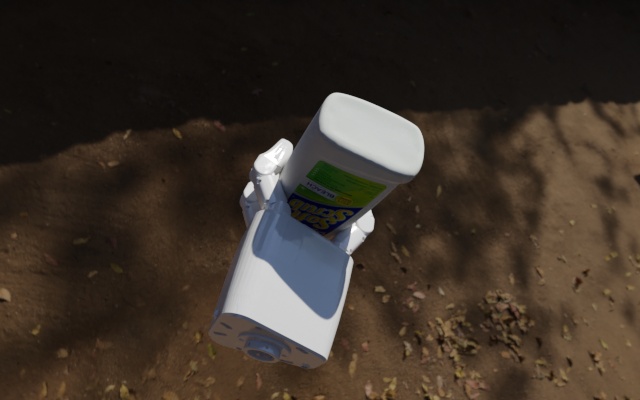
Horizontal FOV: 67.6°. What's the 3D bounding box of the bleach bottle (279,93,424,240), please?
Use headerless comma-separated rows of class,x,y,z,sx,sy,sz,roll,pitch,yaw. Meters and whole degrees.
bleach bottle,0.000,0.002,0.502,0.102,0.068,0.251,22,-36,-10
